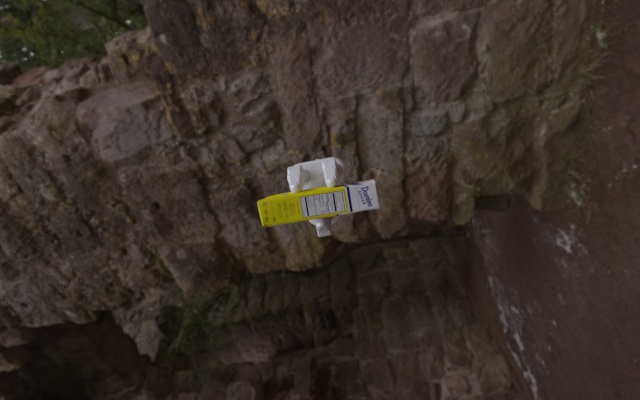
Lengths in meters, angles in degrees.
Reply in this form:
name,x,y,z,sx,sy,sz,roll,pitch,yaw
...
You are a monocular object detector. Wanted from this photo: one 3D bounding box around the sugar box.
name,x,y,z,sx,sy,sz,roll,pitch,yaw
sugar box,0.000,0.002,0.728,0.176,0.048,0.093,-12,5,4
